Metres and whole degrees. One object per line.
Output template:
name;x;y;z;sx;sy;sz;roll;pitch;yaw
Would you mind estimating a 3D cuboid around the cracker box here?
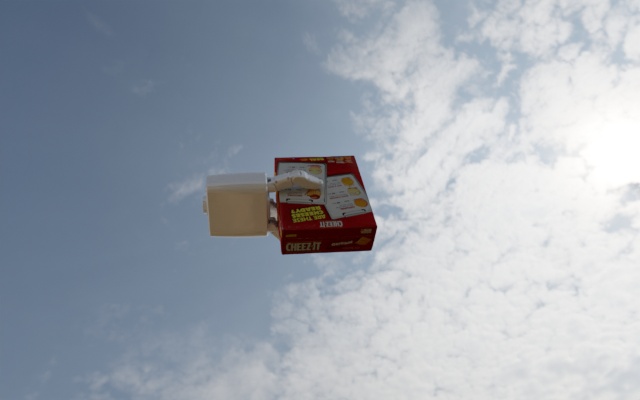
cracker box;0.000;0.003;0.891;0.164;0.072;0.213;-2;40;-8
